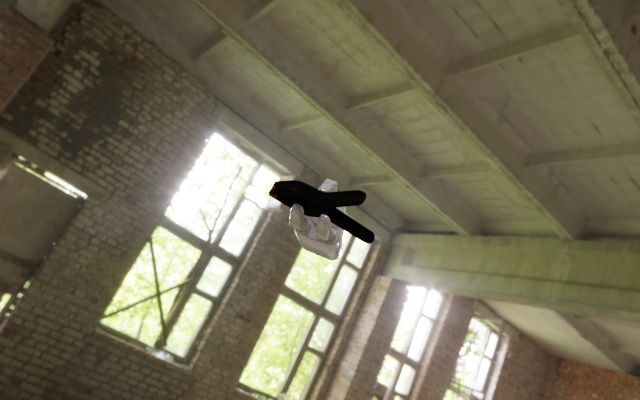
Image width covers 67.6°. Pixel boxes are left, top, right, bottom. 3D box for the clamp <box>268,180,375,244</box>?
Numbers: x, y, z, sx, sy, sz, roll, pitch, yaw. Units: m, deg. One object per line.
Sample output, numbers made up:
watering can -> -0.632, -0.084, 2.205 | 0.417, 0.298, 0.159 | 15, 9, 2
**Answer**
clamp -> 0.000, 0.002, 0.856 | 0.210, 0.036, 0.165 | 21, -25, 15
